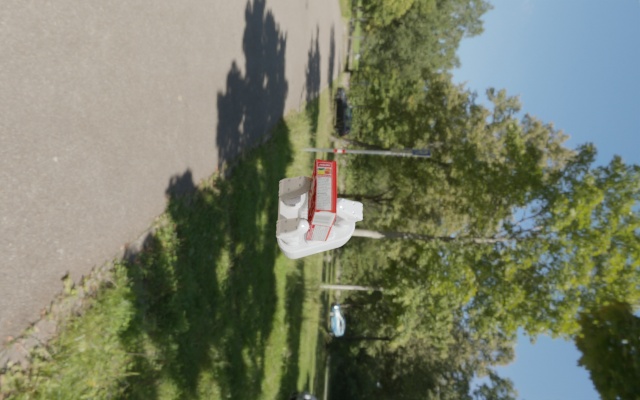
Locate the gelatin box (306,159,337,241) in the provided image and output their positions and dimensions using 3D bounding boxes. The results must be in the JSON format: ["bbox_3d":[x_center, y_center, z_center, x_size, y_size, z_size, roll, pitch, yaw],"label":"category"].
[{"bbox_3d":[0.001,0.002,0.602,0.030,0.073,0.089,5,-27,-6],"label":"gelatin box"}]
